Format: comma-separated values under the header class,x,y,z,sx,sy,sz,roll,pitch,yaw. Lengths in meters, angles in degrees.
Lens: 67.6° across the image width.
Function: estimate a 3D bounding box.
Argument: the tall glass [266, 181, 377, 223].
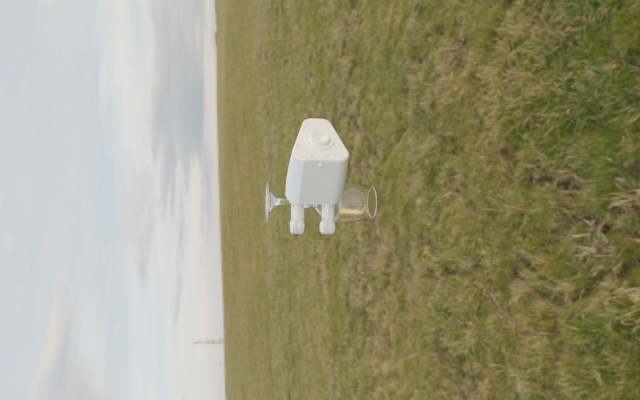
class,x,y,z,sx,sy,sz,roll,pitch,yaw
tall glass,-0.001,0.003,0.888,0.201,0.079,0.079,1,0,-9
